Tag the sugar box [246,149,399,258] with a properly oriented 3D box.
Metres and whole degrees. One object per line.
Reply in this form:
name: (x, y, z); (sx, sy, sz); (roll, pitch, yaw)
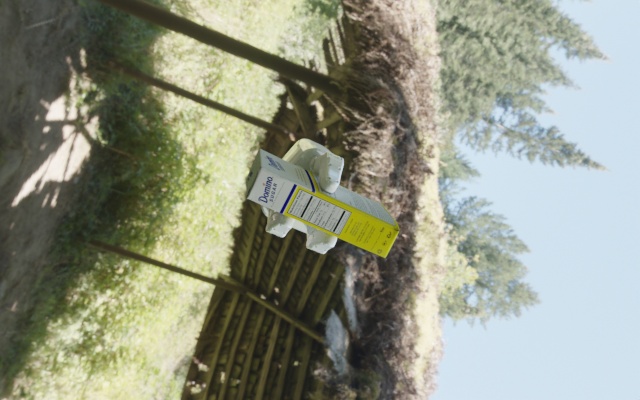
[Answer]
sugar box: (0.000, 0.002, 0.563); (0.176, 0.048, 0.093); (22, 14, -14)
